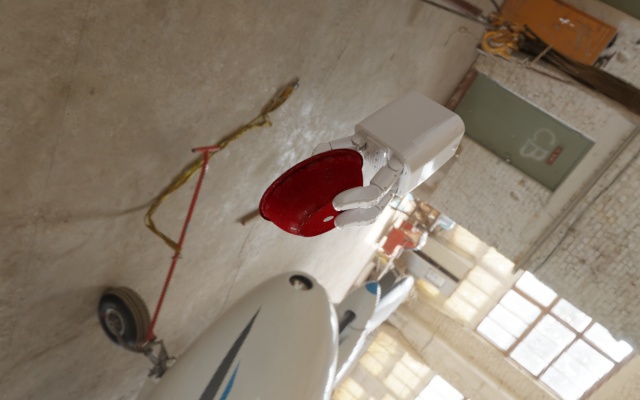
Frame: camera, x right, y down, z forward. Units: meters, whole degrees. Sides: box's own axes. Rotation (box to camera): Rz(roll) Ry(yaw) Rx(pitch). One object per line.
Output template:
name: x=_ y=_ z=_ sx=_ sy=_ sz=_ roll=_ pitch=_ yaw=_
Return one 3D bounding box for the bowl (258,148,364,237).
bowl: x=-0.001 y=0.003 z=0.646 sx=0.162 sy=0.055 sz=0.162 roll=-25 pitch=-23 yaw=-11
